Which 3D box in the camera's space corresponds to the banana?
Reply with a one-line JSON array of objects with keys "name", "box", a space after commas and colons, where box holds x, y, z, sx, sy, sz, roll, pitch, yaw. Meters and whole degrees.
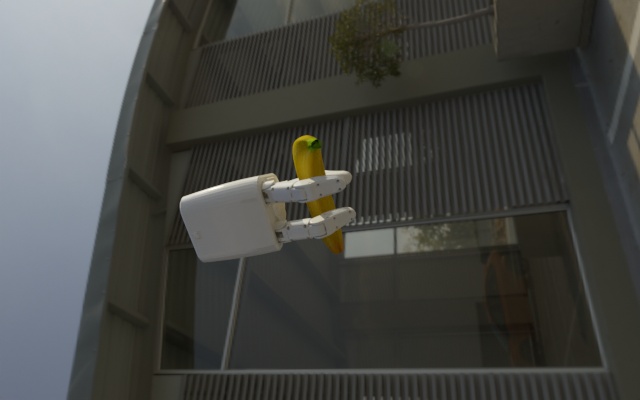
[{"name": "banana", "box": [-0.005, -0.013, 0.615, 0.037, 0.198, 0.069, -17, 44, -1]}]
